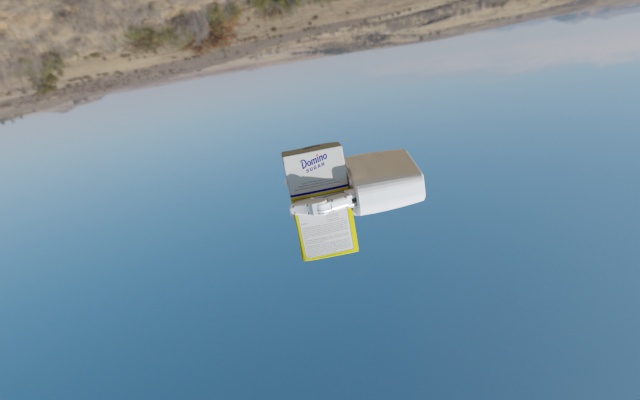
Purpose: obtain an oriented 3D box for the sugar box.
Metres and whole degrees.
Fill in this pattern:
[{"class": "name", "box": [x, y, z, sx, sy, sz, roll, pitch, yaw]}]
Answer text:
[{"class": "sugar box", "box": [0.000, 0.002, 0.749, 0.093, 0.176, 0.048, -11, 16, -3]}]
